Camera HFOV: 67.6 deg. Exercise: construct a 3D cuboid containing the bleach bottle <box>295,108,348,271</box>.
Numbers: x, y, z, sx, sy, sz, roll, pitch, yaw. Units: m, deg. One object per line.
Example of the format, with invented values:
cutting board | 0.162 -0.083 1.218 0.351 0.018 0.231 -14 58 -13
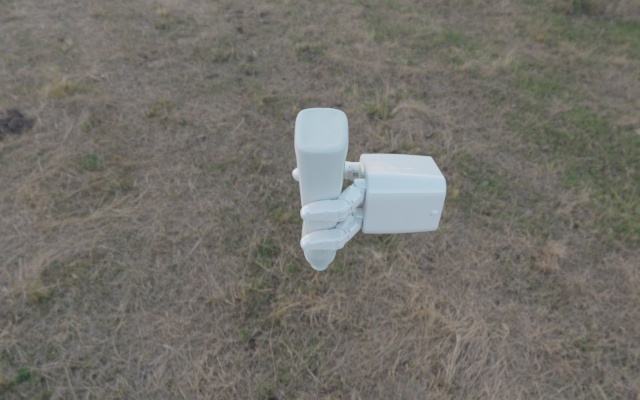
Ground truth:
bleach bottle | 0.000 0.002 0.679 0.068 0.251 0.102 1 43 0
